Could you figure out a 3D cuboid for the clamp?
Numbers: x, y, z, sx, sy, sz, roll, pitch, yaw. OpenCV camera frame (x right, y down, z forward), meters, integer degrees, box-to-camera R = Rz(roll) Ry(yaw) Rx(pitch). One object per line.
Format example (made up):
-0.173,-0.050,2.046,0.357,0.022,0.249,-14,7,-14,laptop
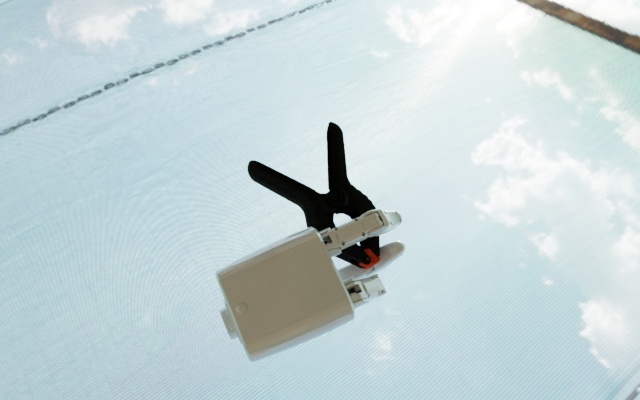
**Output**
0.000,0.002,0.519,0.120,0.171,0.039,-22,-17,-13,clamp
